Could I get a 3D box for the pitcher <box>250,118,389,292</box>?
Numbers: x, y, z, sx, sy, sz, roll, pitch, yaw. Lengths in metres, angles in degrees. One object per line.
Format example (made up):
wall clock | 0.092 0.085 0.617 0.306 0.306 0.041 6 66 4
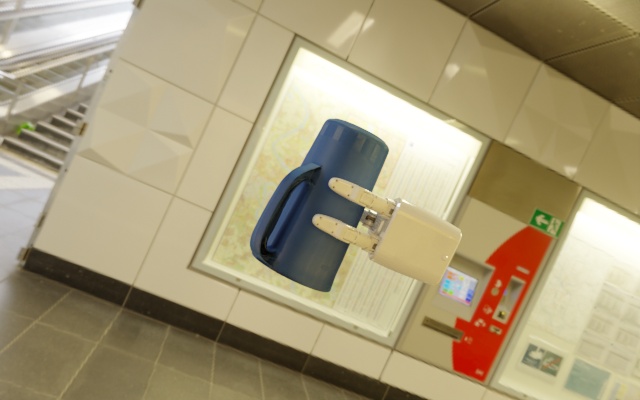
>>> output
pitcher | 0.000 0.002 0.712 0.145 0.243 0.149 26 1 -6
